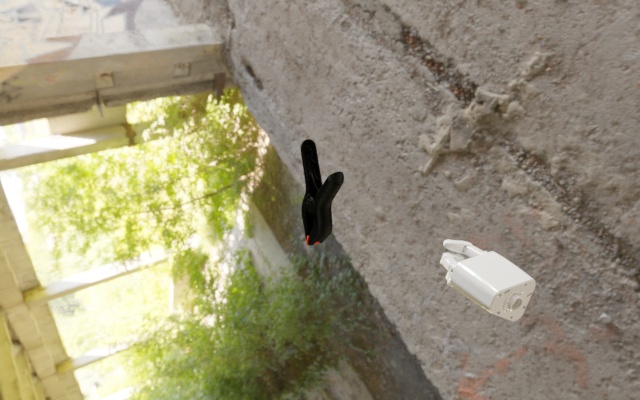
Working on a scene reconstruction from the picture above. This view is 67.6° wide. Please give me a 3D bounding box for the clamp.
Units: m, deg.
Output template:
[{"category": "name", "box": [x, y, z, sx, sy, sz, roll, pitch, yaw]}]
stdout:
[{"category": "clamp", "box": [-0.001, 0.003, 0.735, 0.039, 0.171, 0.120, -10, 27, -16]}]
